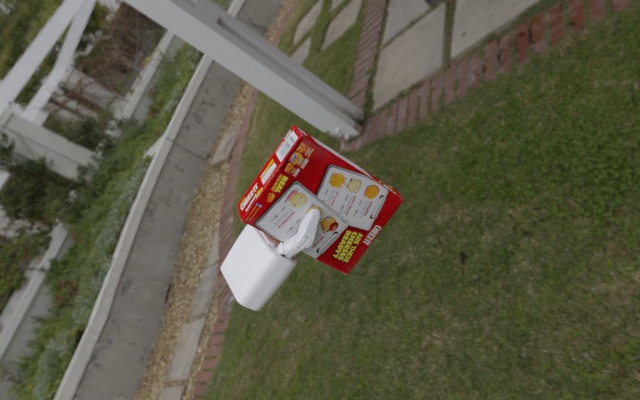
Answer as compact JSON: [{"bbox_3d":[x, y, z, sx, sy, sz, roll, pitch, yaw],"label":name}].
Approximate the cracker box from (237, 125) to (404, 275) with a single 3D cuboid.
[{"bbox_3d":[0.000,0.003,0.773,0.214,0.164,0.072,30,13,-27],"label":"cracker box"}]
